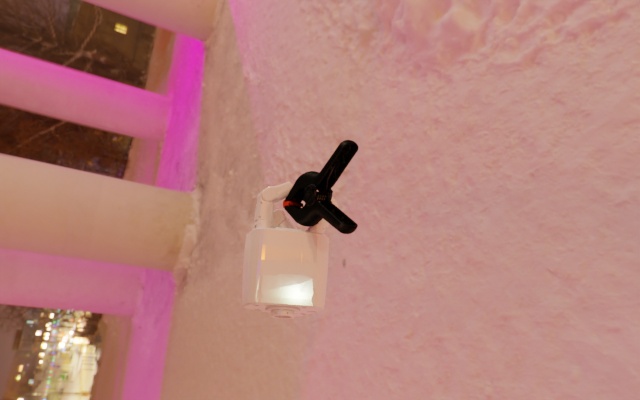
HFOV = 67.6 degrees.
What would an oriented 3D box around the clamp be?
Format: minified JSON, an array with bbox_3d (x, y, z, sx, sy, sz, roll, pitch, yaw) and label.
[{"bbox_3d":[-0.001,0.002,0.654,0.039,0.120,0.171,14,-25,-26],"label":"clamp"}]
